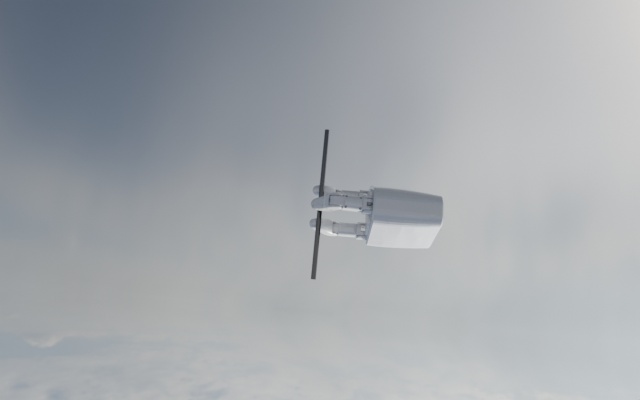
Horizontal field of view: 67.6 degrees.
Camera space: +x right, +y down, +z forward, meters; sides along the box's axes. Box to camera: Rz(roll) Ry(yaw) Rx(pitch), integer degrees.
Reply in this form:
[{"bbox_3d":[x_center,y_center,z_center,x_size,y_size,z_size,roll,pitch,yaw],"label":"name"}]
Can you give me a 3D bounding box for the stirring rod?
[{"bbox_3d":[0.000,0.002,0.749,0.011,0.239,0.011,5,-13,1],"label":"stirring rod"}]
